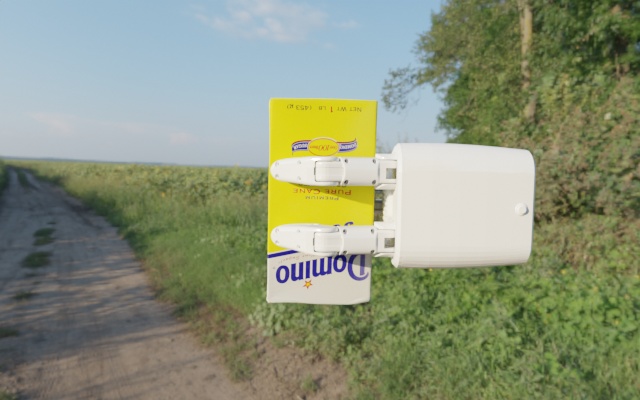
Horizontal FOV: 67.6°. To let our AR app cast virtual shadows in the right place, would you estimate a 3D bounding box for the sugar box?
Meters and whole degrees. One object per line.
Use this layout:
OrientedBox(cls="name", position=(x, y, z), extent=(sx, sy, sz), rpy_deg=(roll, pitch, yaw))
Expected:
OrientedBox(cls="sugar box", position=(0.000, 0.001, 0.421), extent=(0.093, 0.176, 0.048), rpy_deg=(0, 4, -2))
